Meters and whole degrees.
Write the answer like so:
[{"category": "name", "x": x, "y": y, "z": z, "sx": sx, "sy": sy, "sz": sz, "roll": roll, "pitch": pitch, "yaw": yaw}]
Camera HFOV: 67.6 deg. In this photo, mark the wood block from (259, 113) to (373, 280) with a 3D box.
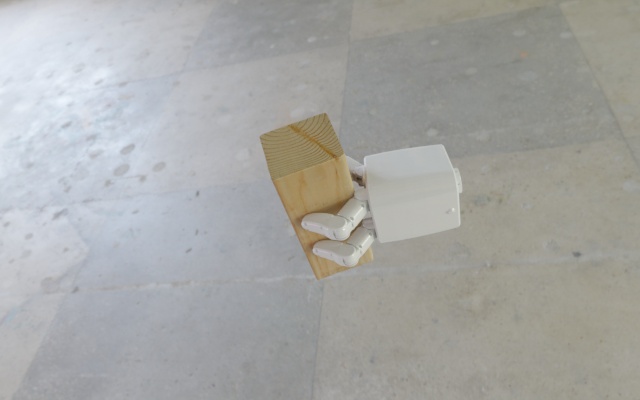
[{"category": "wood block", "x": 0.000, "y": 0.002, "z": 0.633, "sx": 0.090, "sy": 0.090, "sz": 0.206, "roll": -19, "pitch": -45, "yaw": 0}]
